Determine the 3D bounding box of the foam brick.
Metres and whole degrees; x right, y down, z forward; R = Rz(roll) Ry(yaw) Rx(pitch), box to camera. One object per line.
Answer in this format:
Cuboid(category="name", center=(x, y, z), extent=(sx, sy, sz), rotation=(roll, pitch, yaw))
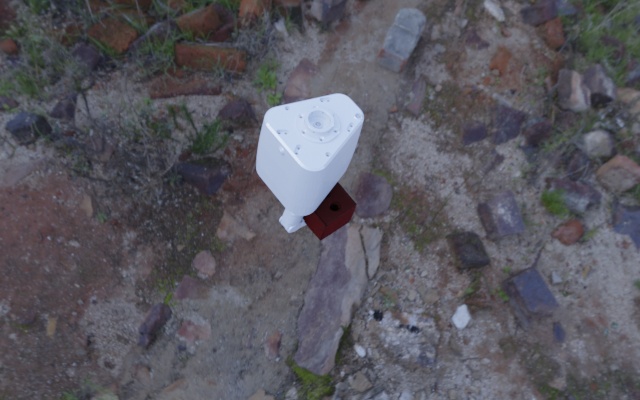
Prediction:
Cuboid(category="foam brick", center=(0.000, 0.002, 0.624), extent=(0.053, 0.078, 0.051), rotation=(-34, -16, -24))
